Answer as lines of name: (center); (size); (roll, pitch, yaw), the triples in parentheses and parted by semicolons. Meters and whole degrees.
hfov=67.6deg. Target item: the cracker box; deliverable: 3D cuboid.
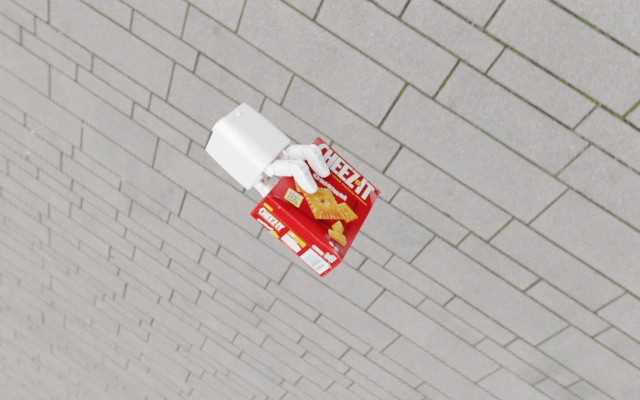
cracker box: (0.000, 0.003, 0.844); (0.072, 0.164, 0.213); (-43, 7, 42)
